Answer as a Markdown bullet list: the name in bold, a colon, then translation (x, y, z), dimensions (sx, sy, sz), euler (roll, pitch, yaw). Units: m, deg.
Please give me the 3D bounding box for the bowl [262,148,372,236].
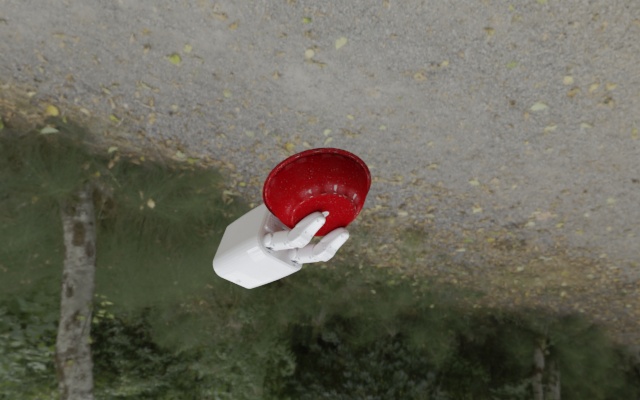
- **bowl**: translation (0.001, 0.002, 0.680), dimensions (0.162, 0.055, 0.162), euler (-8, -42, -7)
